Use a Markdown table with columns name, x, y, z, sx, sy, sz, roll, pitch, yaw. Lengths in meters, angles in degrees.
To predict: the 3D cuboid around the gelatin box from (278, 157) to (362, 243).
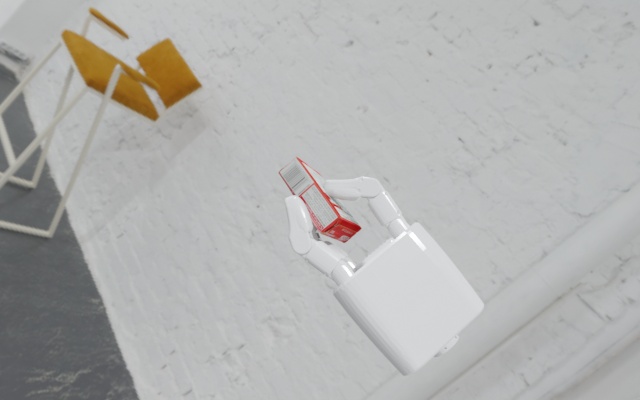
| name | x | y | z | sx | sy | sz | roll | pitch | yaw |
| --- | --- | --- | --- | --- | --- | --- | --- | --- | --- |
| gelatin box | 0.000 | 0.001 | 0.524 | 0.030 | 0.089 | 0.073 | -39 | -22 | 9 |
